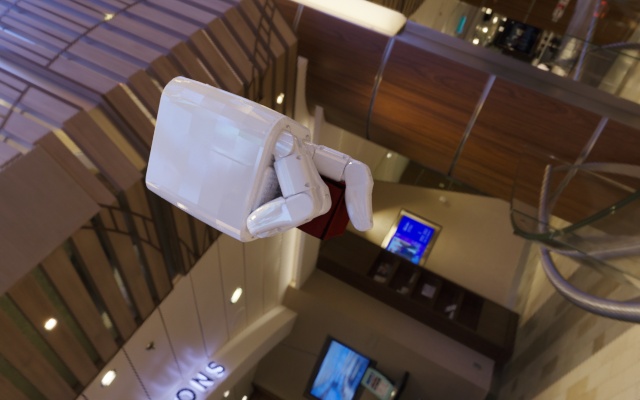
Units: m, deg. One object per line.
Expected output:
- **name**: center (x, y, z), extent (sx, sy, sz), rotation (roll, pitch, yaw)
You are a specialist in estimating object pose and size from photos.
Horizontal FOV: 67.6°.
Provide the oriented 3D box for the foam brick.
- **foam brick**: center (0.000, 0.002, 0.450), extent (0.051, 0.053, 0.078), rotation (24, 6, 14)
